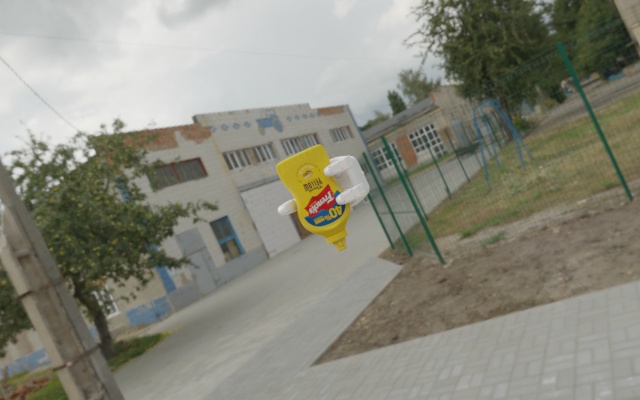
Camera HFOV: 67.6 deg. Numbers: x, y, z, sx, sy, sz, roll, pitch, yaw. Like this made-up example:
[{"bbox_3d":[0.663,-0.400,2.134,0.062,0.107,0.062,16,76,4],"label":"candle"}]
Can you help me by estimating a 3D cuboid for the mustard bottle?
[{"bbox_3d":[0.000,0.003,0.868,0.096,0.191,0.058,-25,0,-2],"label":"mustard bottle"}]
